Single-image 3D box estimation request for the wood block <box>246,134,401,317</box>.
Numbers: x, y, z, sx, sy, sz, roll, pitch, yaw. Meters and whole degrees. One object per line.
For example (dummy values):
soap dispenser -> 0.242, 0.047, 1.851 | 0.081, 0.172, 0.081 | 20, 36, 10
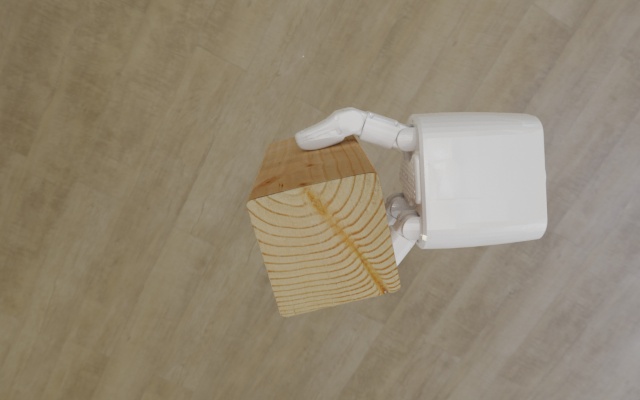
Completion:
wood block -> 0.000, 0.001, 0.418 | 0.090, 0.091, 0.206 | -13, 17, 2
